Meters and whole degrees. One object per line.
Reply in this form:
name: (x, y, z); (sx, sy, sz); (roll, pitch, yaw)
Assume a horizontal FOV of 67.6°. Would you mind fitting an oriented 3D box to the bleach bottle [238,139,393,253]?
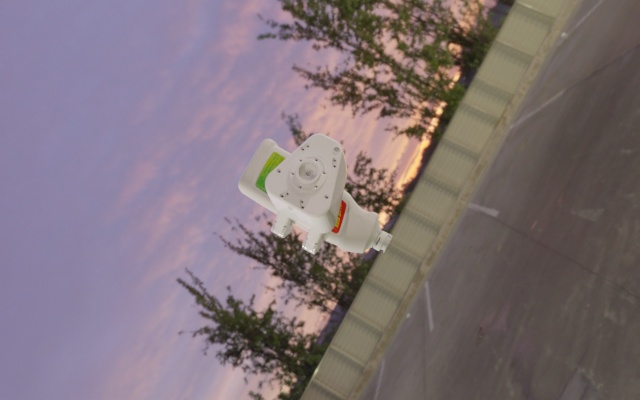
bleach bottle: (0.000, 0.003, 0.758); (0.251, 0.102, 0.068); (28, -10, 10)
